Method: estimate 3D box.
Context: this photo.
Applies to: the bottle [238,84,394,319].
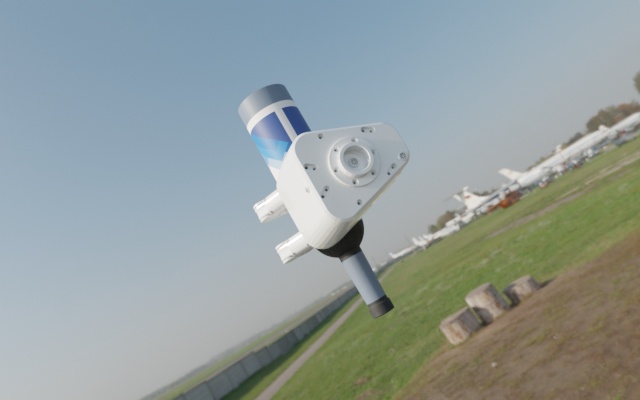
[{"bbox_3d":[0.000,0.002,0.565,0.069,0.295,0.069,-29,-10,-5],"label":"bottle"}]
